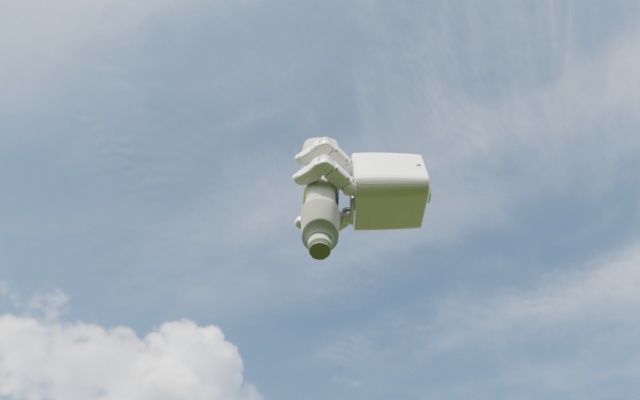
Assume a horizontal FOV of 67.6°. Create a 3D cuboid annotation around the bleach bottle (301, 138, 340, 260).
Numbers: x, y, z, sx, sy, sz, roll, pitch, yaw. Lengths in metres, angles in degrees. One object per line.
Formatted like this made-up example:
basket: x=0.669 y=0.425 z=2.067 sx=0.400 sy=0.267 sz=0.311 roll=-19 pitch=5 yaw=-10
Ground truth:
bleach bottle: x=0.000 y=0.002 z=0.713 sx=0.068 sy=0.103 sz=0.250 roll=0 pitch=34 yaw=1
